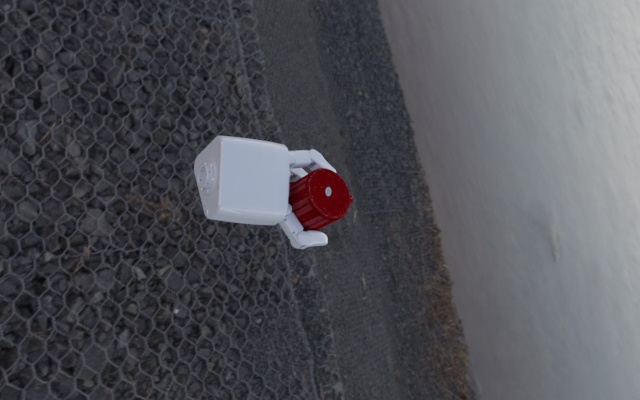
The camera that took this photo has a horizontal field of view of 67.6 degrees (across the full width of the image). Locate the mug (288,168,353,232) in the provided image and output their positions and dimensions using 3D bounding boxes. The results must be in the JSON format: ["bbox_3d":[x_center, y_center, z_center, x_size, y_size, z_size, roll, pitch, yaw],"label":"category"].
[{"bbox_3d":[0.001,0.002,0.731,0.117,0.093,0.081,4,-21,-38],"label":"mug"}]
